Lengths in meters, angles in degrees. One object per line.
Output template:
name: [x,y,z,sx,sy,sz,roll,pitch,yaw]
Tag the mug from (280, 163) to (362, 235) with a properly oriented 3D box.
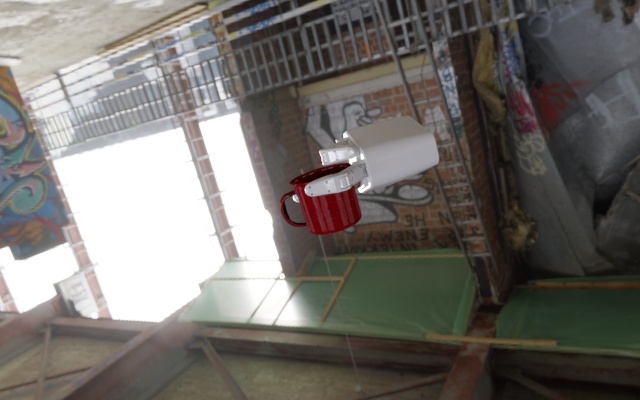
mug: [-0.001,0.003,0.689,0.117,0.081,0.093,-18,13,-6]
